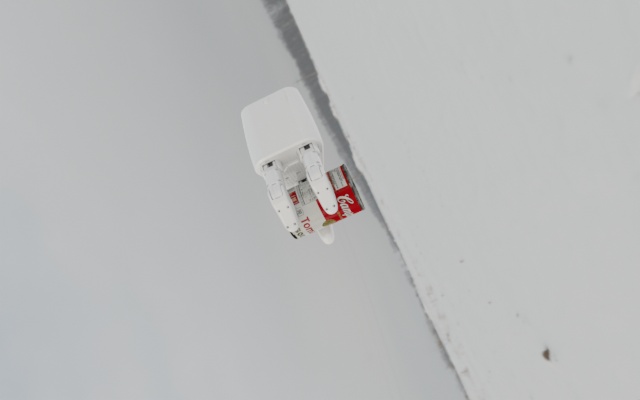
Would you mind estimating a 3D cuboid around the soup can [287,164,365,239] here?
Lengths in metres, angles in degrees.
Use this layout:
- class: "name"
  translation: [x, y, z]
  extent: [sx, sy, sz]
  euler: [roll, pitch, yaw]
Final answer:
- class: "soup can"
  translation: [0.000, 0.003, 0.642]
  extent: [0.102, 0.068, 0.068]
  euler: [-24, -3, 6]
